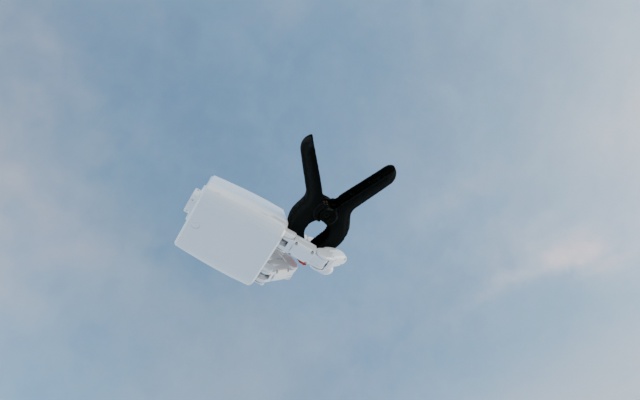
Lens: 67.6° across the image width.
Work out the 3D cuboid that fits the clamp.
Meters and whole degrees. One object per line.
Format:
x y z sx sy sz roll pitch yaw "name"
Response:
0.000 0.002 0.589 0.120 0.171 0.039 30 21 -12 "clamp"
